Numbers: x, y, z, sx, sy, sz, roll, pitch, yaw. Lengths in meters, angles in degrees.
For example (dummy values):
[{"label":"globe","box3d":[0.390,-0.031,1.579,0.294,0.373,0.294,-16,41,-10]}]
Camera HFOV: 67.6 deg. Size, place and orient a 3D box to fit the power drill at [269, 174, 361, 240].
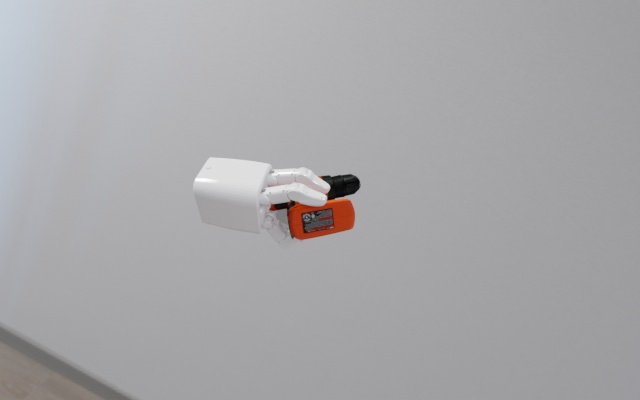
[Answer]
[{"label":"power drill","box3d":[0.000,0.003,0.832,0.184,0.057,0.187,-12,17,-9]}]
